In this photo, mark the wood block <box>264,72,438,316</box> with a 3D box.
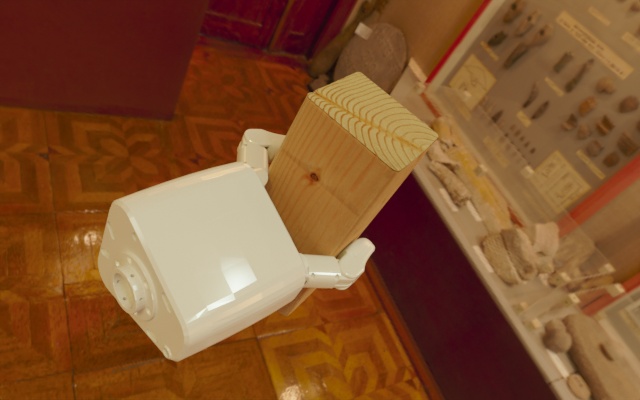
[{"bbox_3d":[0.000,0.002,0.435,0.090,0.091,0.206,-38,-14,-49],"label":"wood block"}]
